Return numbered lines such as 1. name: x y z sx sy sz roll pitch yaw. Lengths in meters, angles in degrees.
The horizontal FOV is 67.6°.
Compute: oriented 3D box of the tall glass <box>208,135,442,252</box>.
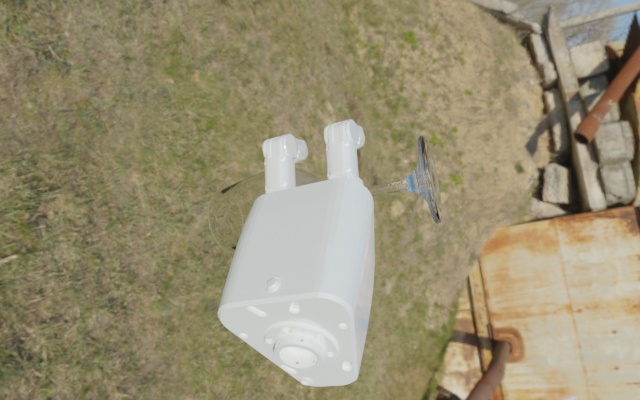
1. tall glass: 0.001 0.001 0.427 0.201 0.079 0.079 -11 -4 21
